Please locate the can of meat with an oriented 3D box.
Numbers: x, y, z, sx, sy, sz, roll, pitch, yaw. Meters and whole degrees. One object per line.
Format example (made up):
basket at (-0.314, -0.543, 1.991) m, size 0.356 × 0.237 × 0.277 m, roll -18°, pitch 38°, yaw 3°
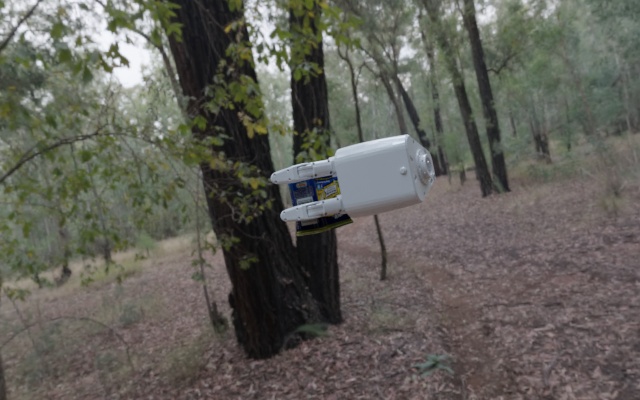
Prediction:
can of meat at (0.000, 0.002, 0.717) m, size 0.057 × 0.084 × 0.102 m, roll -11°, pitch 1°, yaw 33°
